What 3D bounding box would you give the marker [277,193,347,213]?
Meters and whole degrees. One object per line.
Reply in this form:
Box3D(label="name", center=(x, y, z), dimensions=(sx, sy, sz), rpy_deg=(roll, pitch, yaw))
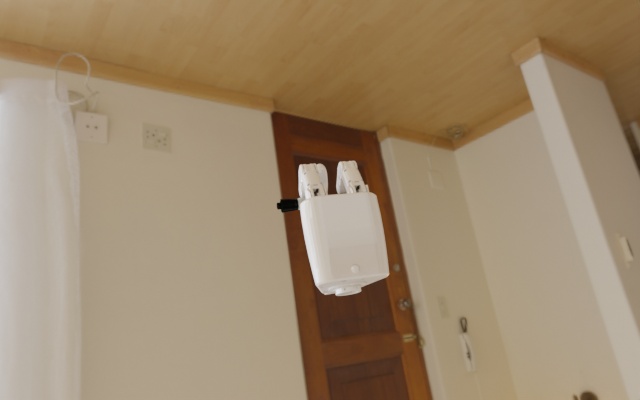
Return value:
Box3D(label="marker", center=(0.000, 0.002, 0.658), dimensions=(0.121, 0.020, 0.020), rpy_deg=(-6, 1, -12))
